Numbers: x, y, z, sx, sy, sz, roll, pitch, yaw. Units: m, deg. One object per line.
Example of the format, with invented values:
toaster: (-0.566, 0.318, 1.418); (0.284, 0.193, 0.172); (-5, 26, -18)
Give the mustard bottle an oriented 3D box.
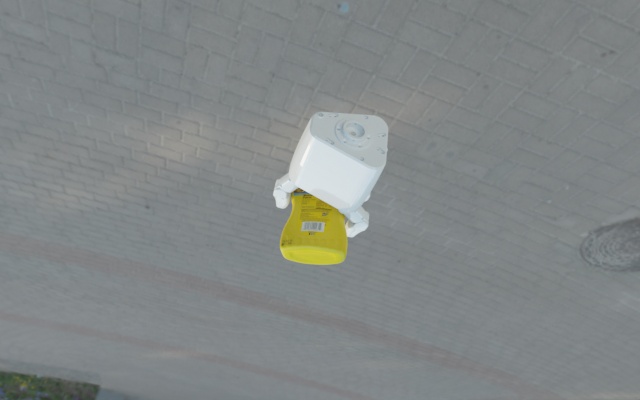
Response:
mustard bottle: (0.000, 0.003, 0.738); (0.096, 0.191, 0.058); (1, -34, 11)
